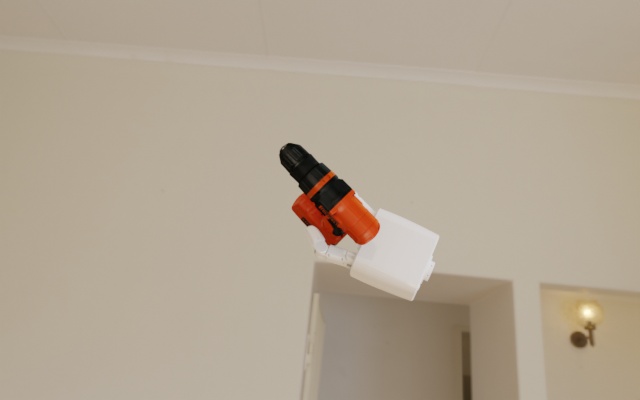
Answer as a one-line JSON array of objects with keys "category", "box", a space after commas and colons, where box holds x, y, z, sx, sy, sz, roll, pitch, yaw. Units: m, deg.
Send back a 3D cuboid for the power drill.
[{"category": "power drill", "box": [0.000, 0.003, 0.749, 0.057, 0.184, 0.188, -42, -3, -13]}]
